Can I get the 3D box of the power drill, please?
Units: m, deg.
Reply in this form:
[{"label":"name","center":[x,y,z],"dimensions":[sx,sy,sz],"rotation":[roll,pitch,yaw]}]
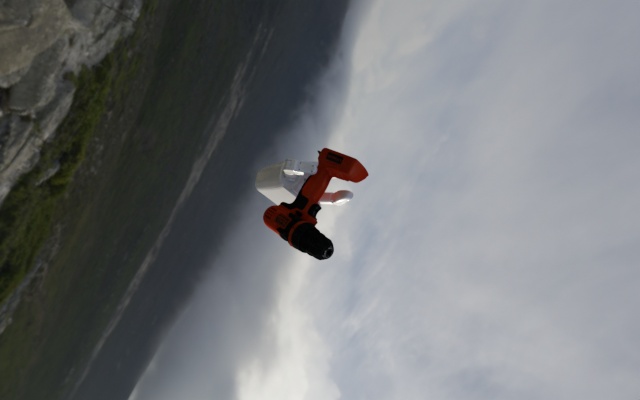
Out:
[{"label":"power drill","center":[0.000,0.002,0.846],"dimensions":[0.184,0.187,0.057],"rotation":[28,-14,46]}]
